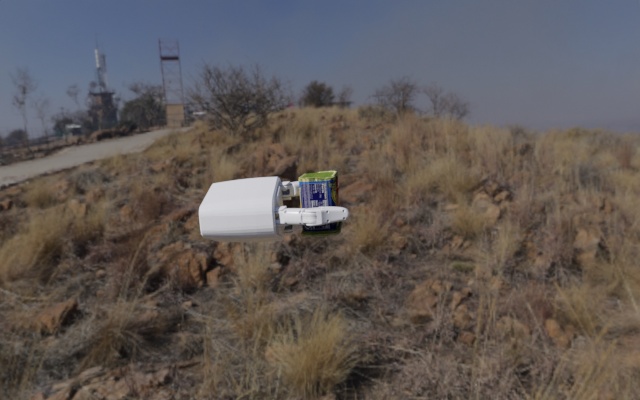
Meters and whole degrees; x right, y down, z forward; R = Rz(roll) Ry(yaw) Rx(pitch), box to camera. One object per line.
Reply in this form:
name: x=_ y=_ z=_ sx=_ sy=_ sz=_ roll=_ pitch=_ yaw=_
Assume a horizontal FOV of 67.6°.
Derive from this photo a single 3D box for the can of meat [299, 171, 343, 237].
can of meat: x=0.000 y=0.002 z=0.708 sx=0.057 sy=0.084 sz=0.102 roll=-3 pitch=8 yaw=6
